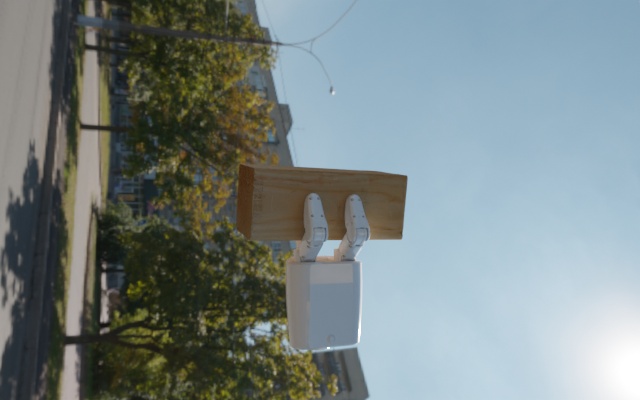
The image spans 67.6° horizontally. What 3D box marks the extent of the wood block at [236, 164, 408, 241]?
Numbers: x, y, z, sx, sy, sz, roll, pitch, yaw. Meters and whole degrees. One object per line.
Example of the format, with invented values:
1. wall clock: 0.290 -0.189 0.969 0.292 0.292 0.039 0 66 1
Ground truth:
1. wood block: 0.000 0.002 0.634 0.206 0.090 0.091 2 6 -22
